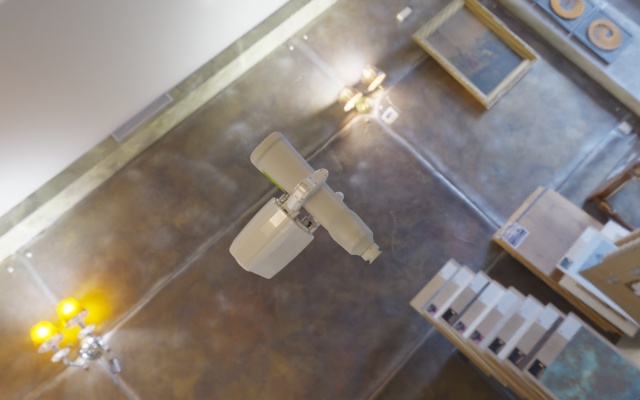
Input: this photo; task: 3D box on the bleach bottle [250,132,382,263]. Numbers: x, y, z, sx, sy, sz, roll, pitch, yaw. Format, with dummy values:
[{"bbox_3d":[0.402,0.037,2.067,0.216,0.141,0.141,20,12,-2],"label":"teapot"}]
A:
[{"bbox_3d":[0.000,0.002,0.772,0.251,0.068,0.102,45,-1,10],"label":"bleach bottle"}]
